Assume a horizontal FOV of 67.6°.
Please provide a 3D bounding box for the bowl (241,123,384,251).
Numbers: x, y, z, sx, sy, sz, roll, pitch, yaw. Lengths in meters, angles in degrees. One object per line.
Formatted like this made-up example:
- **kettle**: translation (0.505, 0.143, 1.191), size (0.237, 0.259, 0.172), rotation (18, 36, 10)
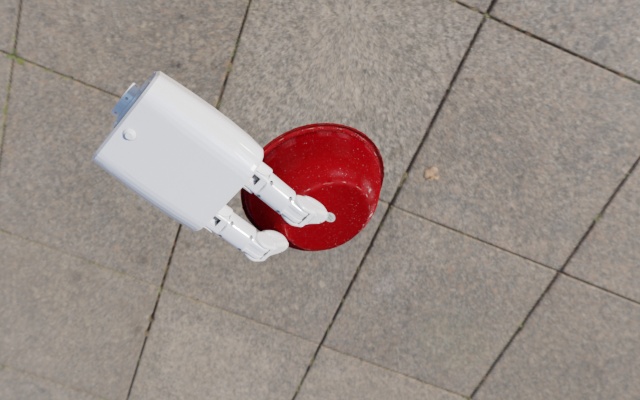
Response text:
- **bowl**: translation (0.001, 0.002, 0.504), size (0.162, 0.162, 0.055), rotation (0, 38, -20)
